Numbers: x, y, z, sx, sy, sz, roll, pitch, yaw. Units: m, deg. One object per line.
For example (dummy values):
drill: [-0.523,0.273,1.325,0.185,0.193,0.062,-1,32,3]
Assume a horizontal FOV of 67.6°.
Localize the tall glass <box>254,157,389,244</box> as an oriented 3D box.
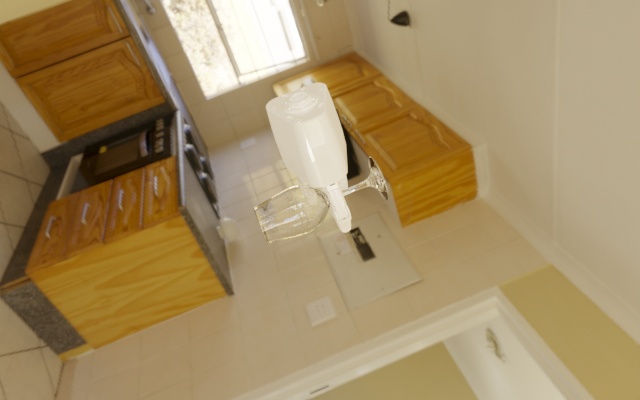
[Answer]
tall glass: [0.001,0.002,0.747,0.201,0.079,0.079,-22,1,-3]
